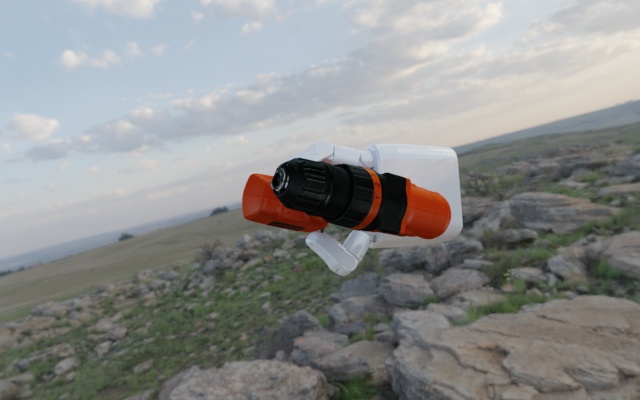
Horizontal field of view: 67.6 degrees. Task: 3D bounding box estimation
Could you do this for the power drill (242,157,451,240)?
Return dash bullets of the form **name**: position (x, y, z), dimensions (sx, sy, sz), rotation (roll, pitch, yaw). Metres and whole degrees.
- **power drill**: position (0.000, 0.001, 0.456), dimensions (0.184, 0.057, 0.187), rotation (15, -7, -36)
